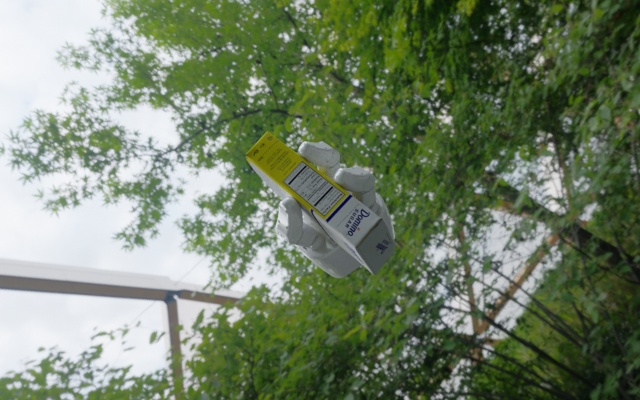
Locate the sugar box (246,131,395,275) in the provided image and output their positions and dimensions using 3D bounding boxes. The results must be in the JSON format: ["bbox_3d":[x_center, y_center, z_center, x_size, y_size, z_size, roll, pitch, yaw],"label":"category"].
[{"bbox_3d":[0.000,0.001,0.526,0.176,0.048,0.093,36,-9,28],"label":"sugar box"}]
